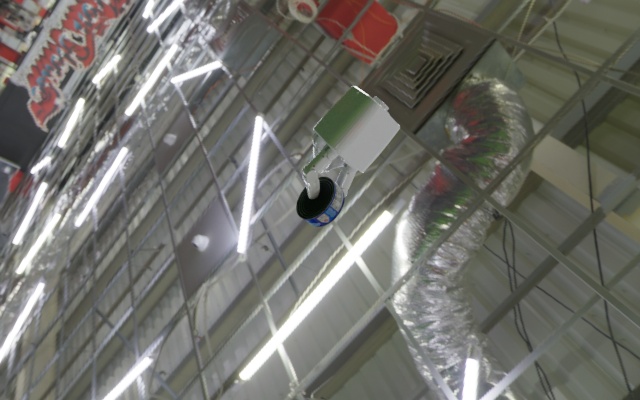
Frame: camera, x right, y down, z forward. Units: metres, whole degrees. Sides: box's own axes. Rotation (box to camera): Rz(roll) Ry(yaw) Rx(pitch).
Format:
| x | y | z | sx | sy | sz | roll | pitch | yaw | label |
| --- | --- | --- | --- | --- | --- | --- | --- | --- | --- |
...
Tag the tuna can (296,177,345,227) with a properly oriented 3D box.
| x | y | z | sx | sy | sz | roll | pitch | yaw | label |
| --- | --- | --- | --- | --- | --- | --- | --- | --- | --- |
| 0.000 | 0.003 | 0.841 | 0.086 | 0.086 | 0.034 | 0 | -30 | 45 | tuna can |
